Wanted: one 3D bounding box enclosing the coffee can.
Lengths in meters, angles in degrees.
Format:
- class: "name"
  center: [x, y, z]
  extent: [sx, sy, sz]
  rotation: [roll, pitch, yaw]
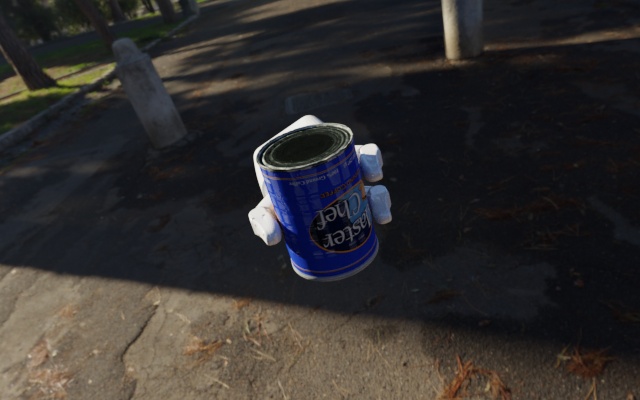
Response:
- class: "coffee can"
  center: [0.000, 0.002, 0.518]
  extent: [0.103, 0.140, 0.102]
  rotation: [-12, 30, 7]
